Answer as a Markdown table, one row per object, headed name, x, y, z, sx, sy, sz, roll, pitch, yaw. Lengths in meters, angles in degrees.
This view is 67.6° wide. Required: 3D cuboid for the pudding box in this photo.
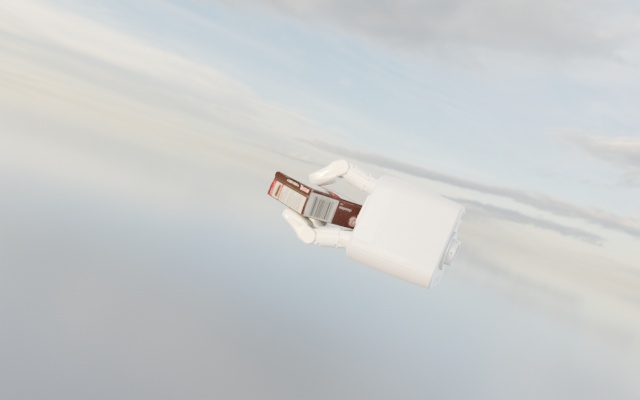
| name | x | y | z | sx | sy | sz | roll | pitch | yaw |
| --- | --- | --- | --- | --- | --- | --- | --- | --- | --- |
| pudding box | 0.000 | 0.002 | 0.637 | 0.113 | 0.039 | 0.090 | 20 | 5 | -40 |
